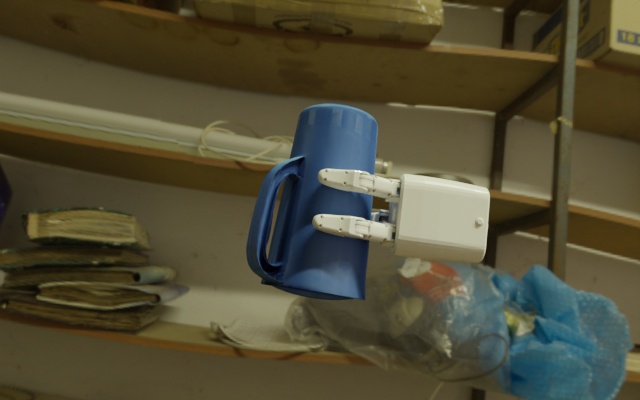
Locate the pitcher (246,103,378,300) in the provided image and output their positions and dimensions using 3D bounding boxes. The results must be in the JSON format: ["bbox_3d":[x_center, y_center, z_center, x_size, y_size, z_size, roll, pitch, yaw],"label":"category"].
[{"bbox_3d":[0.000,0.002,0.614,0.145,0.242,0.149,8,-11,4],"label":"pitcher"}]
